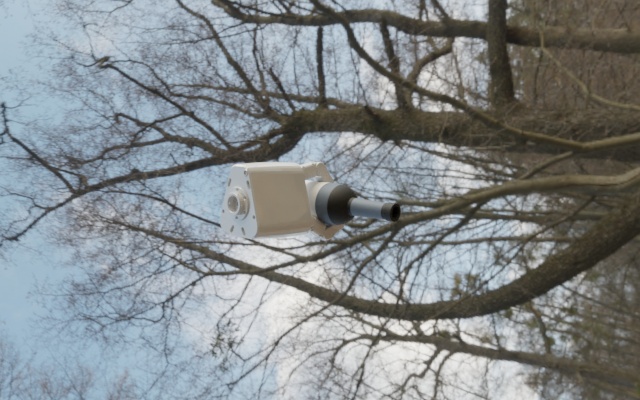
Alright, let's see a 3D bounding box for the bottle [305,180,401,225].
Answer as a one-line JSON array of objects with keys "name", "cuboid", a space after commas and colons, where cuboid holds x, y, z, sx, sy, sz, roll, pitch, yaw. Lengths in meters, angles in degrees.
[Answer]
[{"name": "bottle", "cuboid": [0.000, 0.003, 0.785, 0.295, 0.069, 0.069, 8, 5, 42]}]
